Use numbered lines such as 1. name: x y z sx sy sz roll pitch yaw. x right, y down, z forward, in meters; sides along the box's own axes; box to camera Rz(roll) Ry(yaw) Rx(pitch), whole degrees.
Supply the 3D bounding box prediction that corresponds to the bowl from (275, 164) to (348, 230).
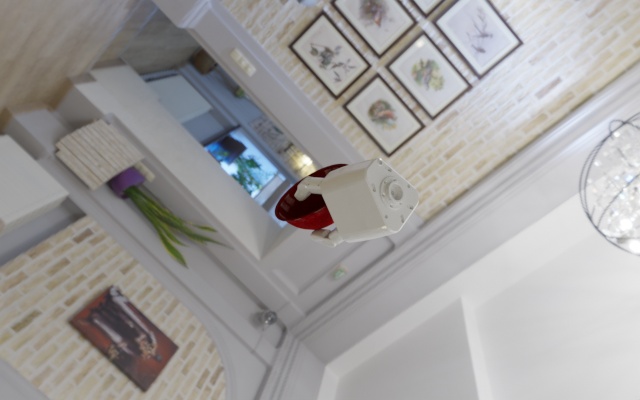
1. bowl: 0.000 0.003 0.854 0.162 0.055 0.162 -26 25 13
